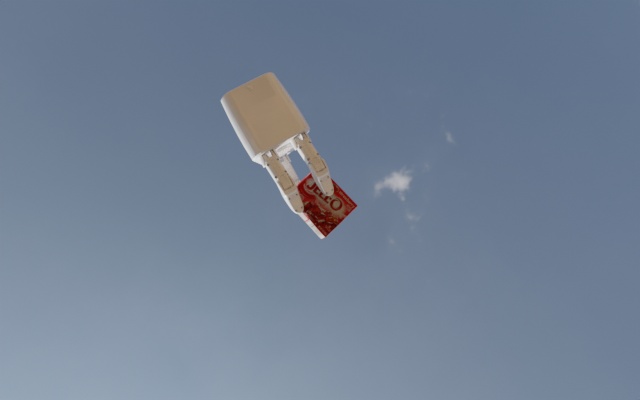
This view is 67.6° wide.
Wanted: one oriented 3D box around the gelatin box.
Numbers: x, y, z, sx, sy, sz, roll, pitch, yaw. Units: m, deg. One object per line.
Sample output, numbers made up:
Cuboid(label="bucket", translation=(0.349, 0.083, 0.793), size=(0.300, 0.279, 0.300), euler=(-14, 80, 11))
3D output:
Cuboid(label="gelatin box", translation=(0.000, 0.003, 0.738), size=(0.073, 0.089, 0.030), euler=(-44, 2, -17))
